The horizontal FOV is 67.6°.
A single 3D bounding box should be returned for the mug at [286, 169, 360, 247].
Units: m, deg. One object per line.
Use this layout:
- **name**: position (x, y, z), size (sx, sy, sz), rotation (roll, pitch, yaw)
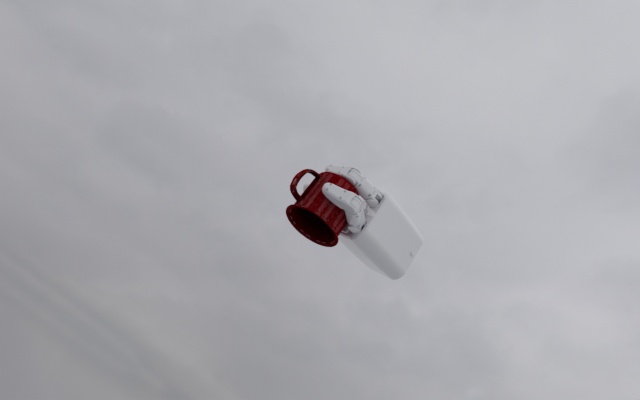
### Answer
- **mug**: position (-0.001, 0.001, 0.723), size (0.117, 0.081, 0.093), rotation (49, -30, -22)
